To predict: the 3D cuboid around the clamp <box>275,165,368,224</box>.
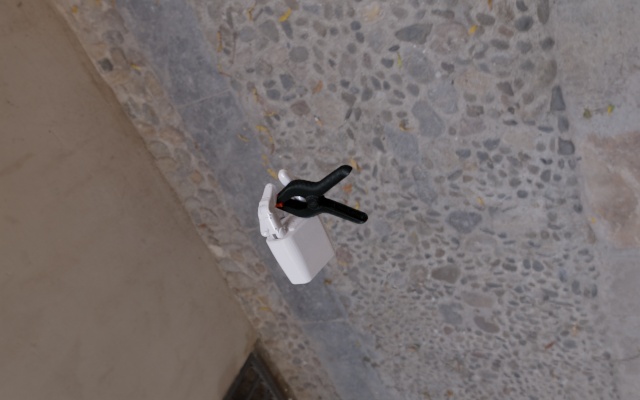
[{"bbox_3d":[0.000,0.003,0.846,0.171,0.120,0.039,-10,28,31],"label":"clamp"}]
